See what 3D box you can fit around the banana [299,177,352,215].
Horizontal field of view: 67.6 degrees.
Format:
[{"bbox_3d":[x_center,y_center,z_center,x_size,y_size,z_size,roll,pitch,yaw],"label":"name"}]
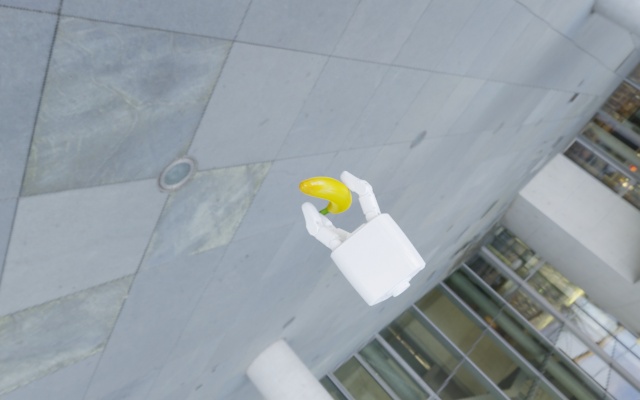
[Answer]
[{"bbox_3d":[0.017,-0.006,0.811,0.069,0.037,0.198,-29,-19,2],"label":"banana"}]
